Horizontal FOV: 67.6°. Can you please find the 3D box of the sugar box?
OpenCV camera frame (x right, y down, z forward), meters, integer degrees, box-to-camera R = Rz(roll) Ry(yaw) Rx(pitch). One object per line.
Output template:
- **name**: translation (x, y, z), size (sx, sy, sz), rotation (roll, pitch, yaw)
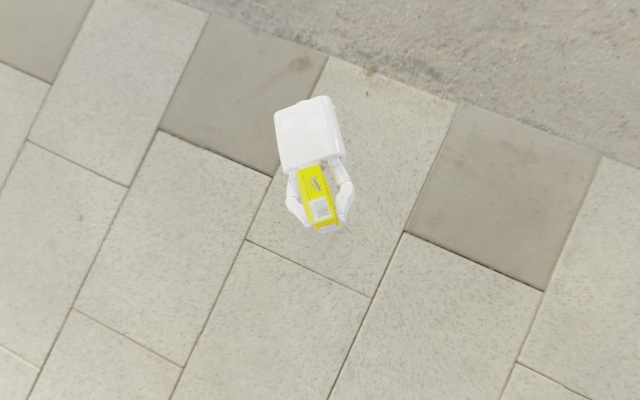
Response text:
- **sugar box**: translation (0.001, 0.002, 0.819), size (0.048, 0.093, 0.176), rotation (-17, -9, 6)
